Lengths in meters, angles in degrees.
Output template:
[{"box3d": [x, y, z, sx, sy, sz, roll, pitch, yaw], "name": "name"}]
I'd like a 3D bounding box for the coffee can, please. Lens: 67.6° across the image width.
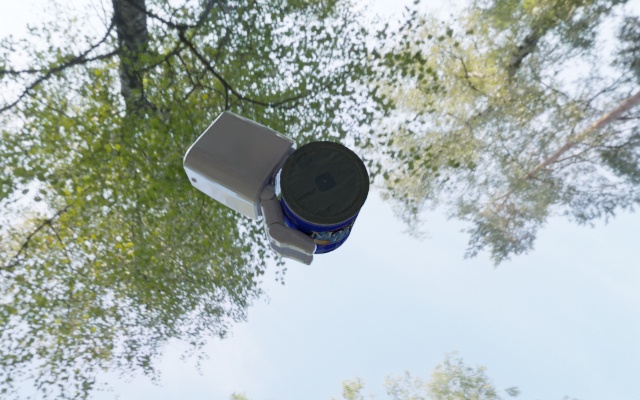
[{"box3d": [0.000, 0.002, 0.603, 0.103, 0.102, 0.140, 0, -20, -4], "name": "coffee can"}]
